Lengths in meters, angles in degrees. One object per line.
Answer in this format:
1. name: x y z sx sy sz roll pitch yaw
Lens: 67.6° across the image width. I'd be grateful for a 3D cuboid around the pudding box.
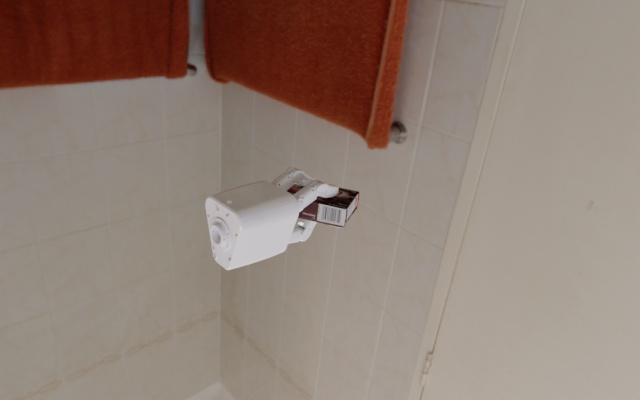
1. pudding box: 0.000 0.003 0.801 0.113 0.039 0.090 14 24 13
